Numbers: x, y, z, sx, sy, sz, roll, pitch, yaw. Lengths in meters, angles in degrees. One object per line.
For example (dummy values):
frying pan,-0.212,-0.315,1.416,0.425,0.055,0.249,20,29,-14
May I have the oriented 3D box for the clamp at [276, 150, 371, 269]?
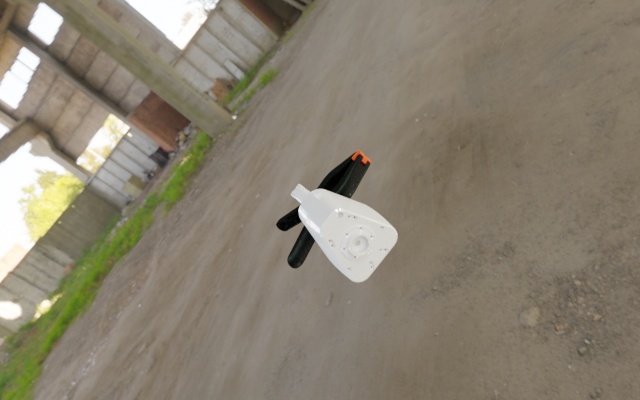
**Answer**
clamp,0.000,0.002,0.798,0.036,0.210,0.164,39,1,-23
